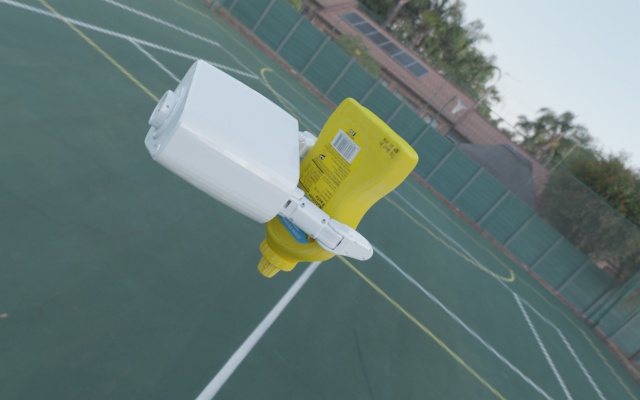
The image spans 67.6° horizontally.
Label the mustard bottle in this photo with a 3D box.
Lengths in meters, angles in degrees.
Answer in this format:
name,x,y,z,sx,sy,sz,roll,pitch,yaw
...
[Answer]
name,x,y,z,sx,sy,sz,roll,pitch,yaw
mustard bottle,0.000,0.001,0.464,0.058,0.192,0.096,20,24,-51
